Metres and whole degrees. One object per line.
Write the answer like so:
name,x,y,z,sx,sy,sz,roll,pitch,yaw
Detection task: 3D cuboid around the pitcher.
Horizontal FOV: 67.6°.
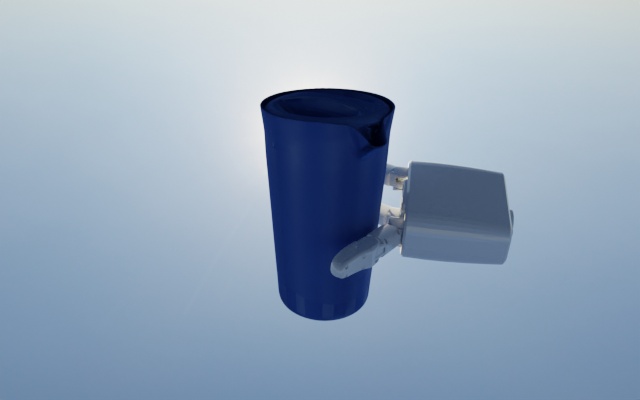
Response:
pitcher,0.000,0.002,0.529,0.145,0.243,0.149,6,27,9
